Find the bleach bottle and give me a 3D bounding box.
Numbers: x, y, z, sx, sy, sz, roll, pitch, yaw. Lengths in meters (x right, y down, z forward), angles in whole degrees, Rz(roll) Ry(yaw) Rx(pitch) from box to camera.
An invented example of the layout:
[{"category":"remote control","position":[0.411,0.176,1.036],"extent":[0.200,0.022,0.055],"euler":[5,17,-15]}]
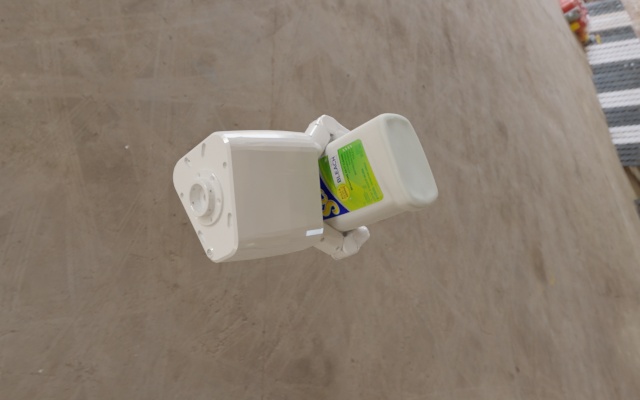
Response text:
[{"category":"bleach bottle","position":[0.000,0.002,0.534],"extent":[0.251,0.102,0.068],"euler":[-27,-13,40]}]
